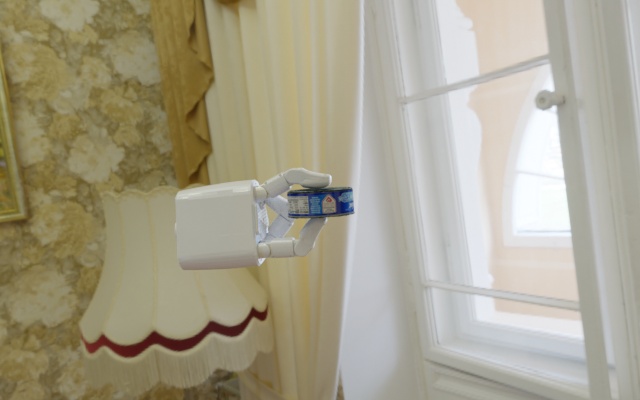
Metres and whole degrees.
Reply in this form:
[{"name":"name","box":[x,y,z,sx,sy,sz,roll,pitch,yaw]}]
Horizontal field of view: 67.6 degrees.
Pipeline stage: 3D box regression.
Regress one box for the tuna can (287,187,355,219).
[{"name":"tuna can","box":[0.000,0.001,0.609,0.086,0.034,0.086,-3,4,0]}]
